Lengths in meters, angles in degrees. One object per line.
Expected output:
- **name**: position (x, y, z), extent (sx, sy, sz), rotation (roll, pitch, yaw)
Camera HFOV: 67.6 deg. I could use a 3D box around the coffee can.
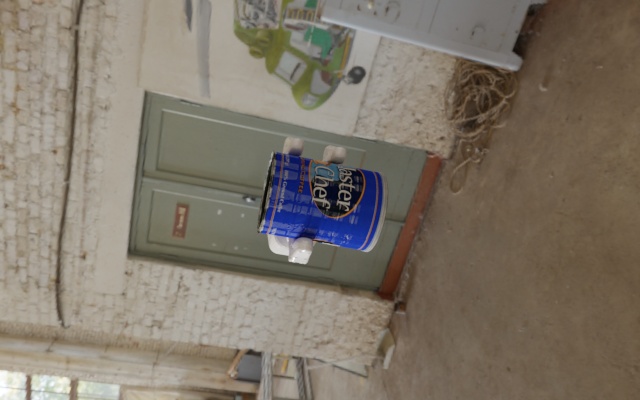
- **coffee can**: position (0.000, 0.002, 0.592), extent (0.140, 0.103, 0.103), rotation (11, -2, -11)
